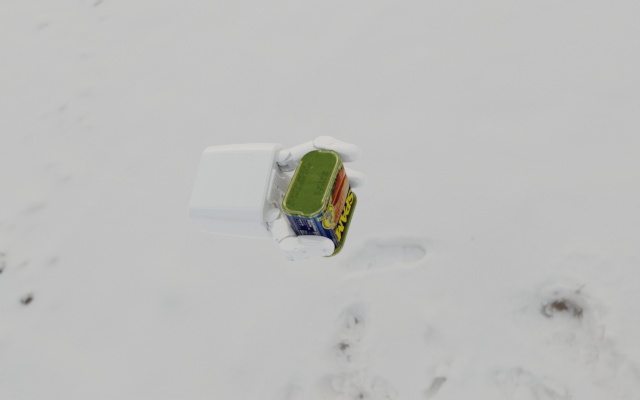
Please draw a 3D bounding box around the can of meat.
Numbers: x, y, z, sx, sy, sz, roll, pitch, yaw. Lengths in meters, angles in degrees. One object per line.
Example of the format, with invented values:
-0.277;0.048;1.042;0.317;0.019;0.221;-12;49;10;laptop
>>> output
0.000;0.002;0.567;0.057;0.102;0.084;5;-35;22;can of meat
